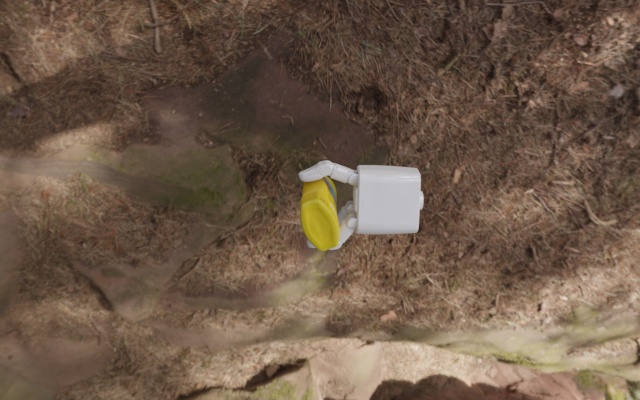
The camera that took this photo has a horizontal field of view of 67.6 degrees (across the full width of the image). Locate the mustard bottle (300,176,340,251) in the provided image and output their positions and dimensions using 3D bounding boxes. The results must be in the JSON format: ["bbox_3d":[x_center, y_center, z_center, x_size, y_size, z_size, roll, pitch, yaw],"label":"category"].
[{"bbox_3d":[0.000,0.003,0.846,0.058,0.096,0.191,-20,23,10],"label":"mustard bottle"}]
